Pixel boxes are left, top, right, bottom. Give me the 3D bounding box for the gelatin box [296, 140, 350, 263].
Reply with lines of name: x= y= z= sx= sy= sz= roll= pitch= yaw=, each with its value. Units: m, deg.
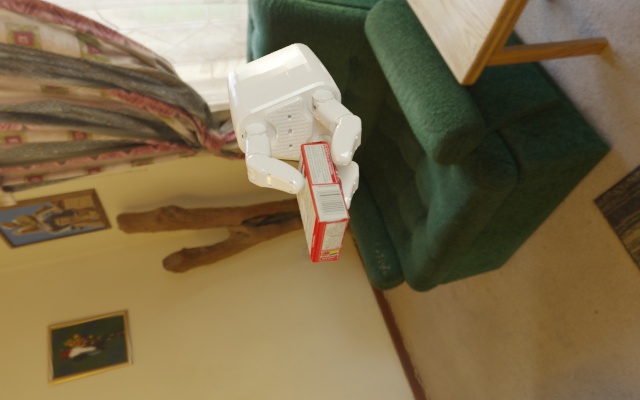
gelatin box: x=0.000 y=0.002 z=0.443 sx=0.030 sy=0.089 sz=0.073 roll=-6 pitch=-34 yaw=-11
